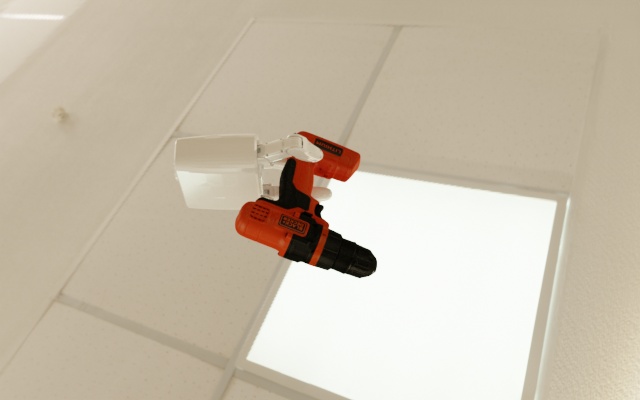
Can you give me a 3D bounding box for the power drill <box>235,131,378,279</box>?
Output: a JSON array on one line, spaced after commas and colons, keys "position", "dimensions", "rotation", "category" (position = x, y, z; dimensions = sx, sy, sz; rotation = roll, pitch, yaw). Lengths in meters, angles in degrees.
[{"position": [0.000, 0.002, 0.634], "dimensions": [0.184, 0.187, 0.057], "rotation": [22, -42, -5], "category": "power drill"}]
